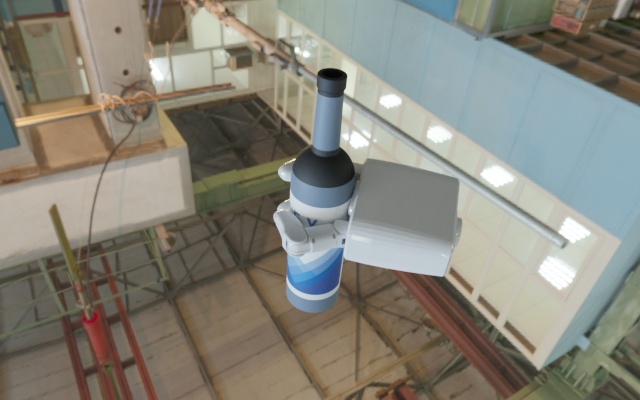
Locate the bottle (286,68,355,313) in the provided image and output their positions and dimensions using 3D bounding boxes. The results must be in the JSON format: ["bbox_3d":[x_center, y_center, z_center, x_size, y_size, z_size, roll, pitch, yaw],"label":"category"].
[{"bbox_3d":[0.000,0.002,0.518,0.069,0.296,0.069,3,38,-3],"label":"bottle"}]
